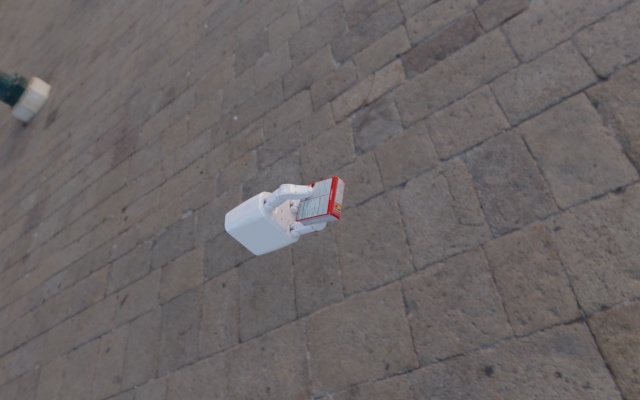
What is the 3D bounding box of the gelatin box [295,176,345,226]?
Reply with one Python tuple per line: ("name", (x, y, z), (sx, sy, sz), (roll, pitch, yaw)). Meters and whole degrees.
("gelatin box", (0.000, 0.003, 0.854), (0.089, 0.073, 0.030), (-15, -34, 43))
